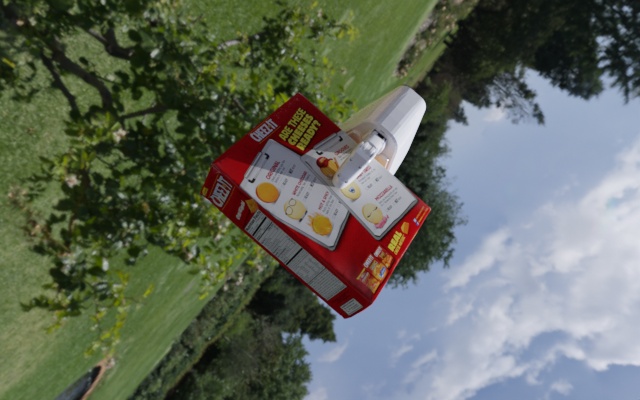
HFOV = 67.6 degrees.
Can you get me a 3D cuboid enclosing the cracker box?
[{"bbox_3d":[0.000,0.002,0.543,0.164,0.213,0.072,-49,0,-40],"label":"cracker box"}]
